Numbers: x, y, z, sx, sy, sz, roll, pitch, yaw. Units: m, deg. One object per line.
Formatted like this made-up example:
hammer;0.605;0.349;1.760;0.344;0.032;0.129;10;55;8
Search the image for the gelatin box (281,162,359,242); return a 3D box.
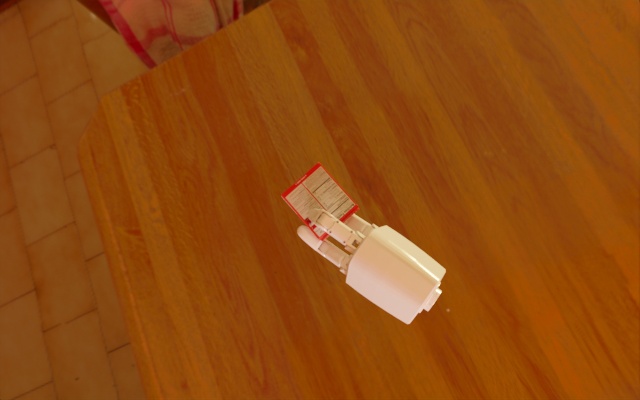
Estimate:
gelatin box;0.000;0.002;0.683;0.073;0.089;0.030;-42;-12;1
